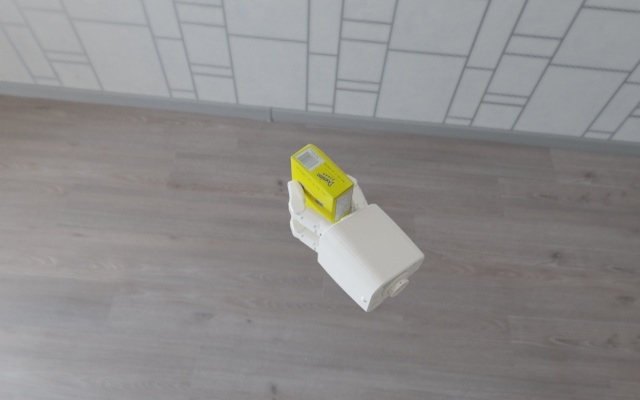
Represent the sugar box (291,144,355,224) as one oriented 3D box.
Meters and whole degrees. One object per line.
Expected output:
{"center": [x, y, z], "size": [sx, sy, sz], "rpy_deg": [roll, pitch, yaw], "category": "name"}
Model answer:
{"center": [0.000, 0.003, 0.724], "size": [0.048, 0.093, 0.176], "rpy_deg": [-35, -24, -22], "category": "sugar box"}
